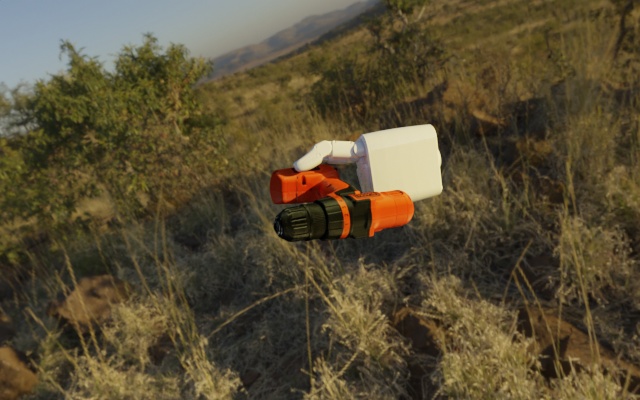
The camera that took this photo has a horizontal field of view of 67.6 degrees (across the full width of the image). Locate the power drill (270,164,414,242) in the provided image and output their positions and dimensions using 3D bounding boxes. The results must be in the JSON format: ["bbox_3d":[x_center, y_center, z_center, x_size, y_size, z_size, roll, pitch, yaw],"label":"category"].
[{"bbox_3d":[0.000,0.002,0.634,0.184,0.057,0.187,-6,20,-27],"label":"power drill"}]
